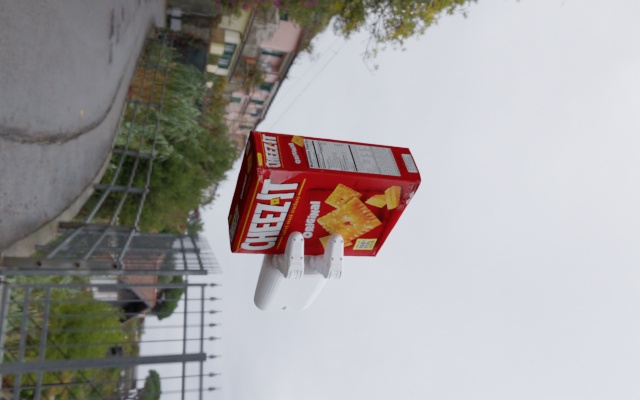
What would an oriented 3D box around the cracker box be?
[{"bbox_3d":[0.000,0.002,0.622,0.214,0.072,0.164,3,-43,-21],"label":"cracker box"}]
